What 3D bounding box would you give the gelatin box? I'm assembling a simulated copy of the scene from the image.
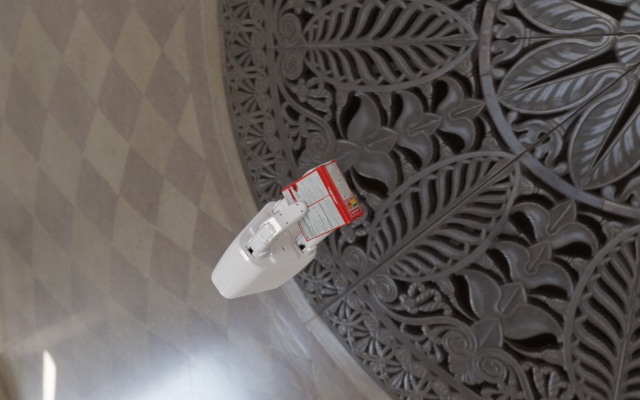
[{"bbox_3d":[0.000,0.002,0.571,0.030,0.073,0.089,-27,-1,-41],"label":"gelatin box"}]
